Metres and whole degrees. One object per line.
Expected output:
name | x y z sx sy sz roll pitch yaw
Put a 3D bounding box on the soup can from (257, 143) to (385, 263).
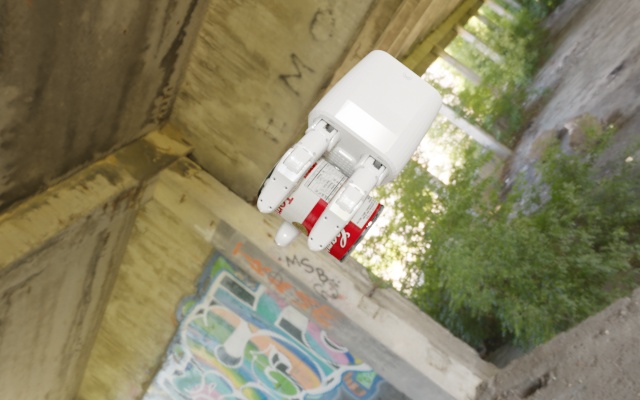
soup can | 0.000 0.002 0.452 0.102 0.068 0.068 37 1 2
